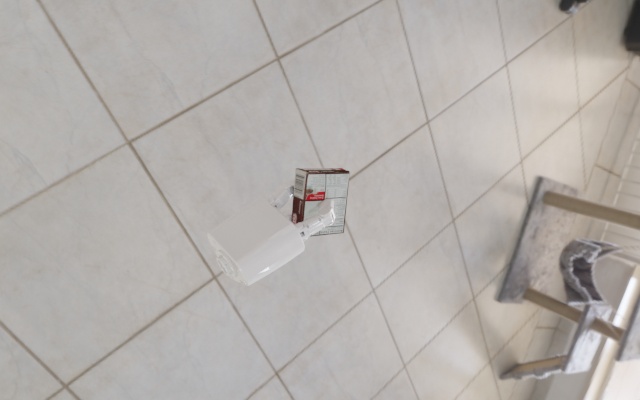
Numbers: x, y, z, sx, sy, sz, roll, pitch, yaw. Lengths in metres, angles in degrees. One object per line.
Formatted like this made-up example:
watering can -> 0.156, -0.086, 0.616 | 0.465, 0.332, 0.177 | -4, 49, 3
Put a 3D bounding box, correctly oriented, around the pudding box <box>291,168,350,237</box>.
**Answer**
pudding box -> 0.000, 0.003, 0.804 | 0.090, 0.113, 0.039 | -3, 17, -35
